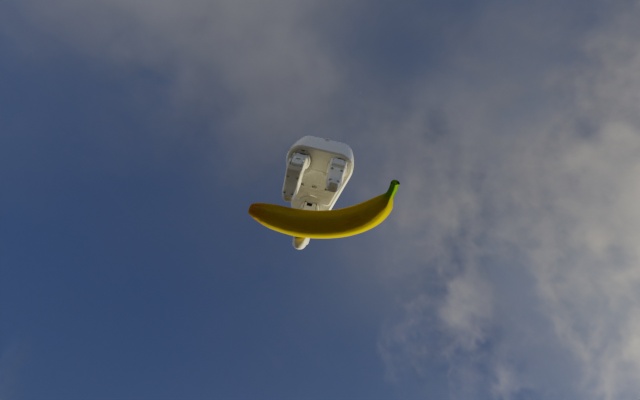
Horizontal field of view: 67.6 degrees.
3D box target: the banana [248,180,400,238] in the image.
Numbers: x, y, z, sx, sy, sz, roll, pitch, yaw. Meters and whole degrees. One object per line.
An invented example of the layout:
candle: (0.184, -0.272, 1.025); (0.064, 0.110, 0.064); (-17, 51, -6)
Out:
banana: (0.008, 0.018, 0.616); (0.198, 0.070, 0.037); (-10, 21, 11)
